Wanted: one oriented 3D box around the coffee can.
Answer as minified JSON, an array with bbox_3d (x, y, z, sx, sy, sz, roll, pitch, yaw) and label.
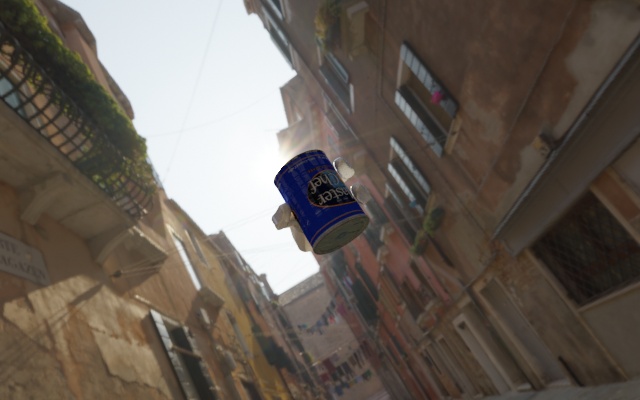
[{"bbox_3d":[0.000,0.003,0.780,0.103,0.140,0.103,-27,-23,-12],"label":"coffee can"}]
